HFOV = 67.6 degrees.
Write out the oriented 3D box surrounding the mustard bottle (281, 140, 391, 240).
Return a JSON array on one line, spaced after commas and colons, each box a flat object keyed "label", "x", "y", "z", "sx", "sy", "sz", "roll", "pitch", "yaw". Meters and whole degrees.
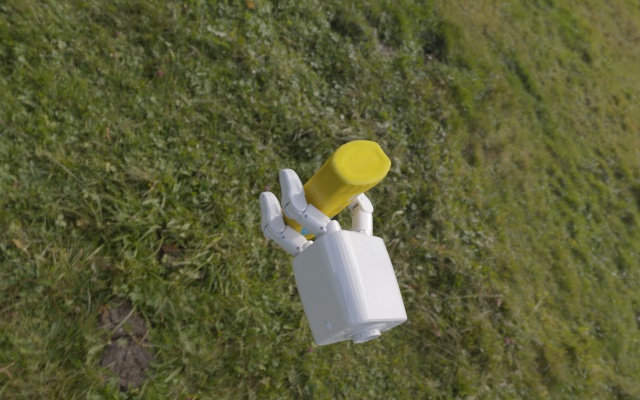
[{"label": "mustard bottle", "x": 0.000, "y": 0.002, "z": 0.606, "sx": 0.096, "sy": 0.058, "sz": 0.192, "roll": -28, "pitch": -11, "yaw": -45}]
